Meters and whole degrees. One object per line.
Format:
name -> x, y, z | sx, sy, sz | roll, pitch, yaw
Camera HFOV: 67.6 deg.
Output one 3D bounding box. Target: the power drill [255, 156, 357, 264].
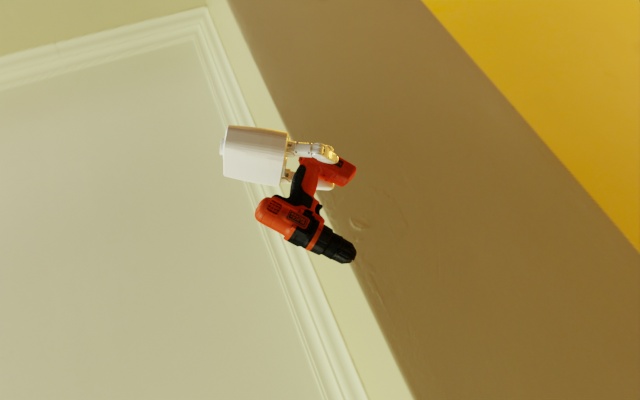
power drill -> 0.000, 0.002, 0.831 | 0.184, 0.187, 0.057 | 29, -38, -7
